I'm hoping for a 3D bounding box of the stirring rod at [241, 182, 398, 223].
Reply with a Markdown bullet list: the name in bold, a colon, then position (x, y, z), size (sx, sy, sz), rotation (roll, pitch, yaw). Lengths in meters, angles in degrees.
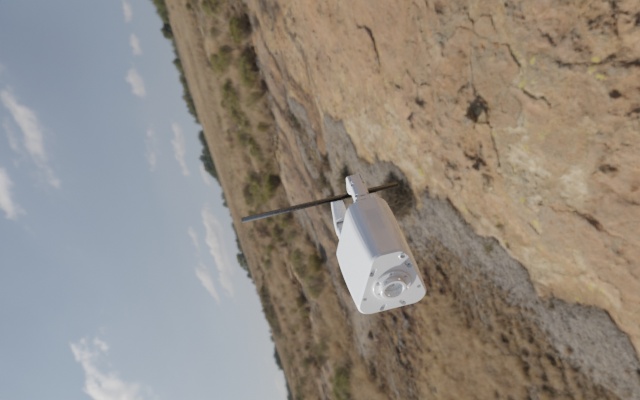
- **stirring rod**: position (0.000, 0.002, 0.719), size (0.239, 0.011, 0.011), rotation (-13, 1, -4)
